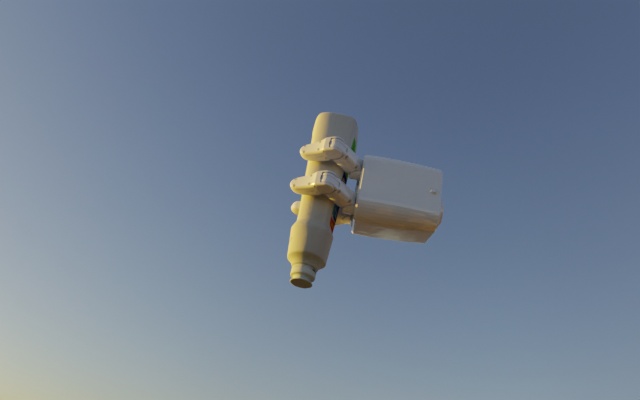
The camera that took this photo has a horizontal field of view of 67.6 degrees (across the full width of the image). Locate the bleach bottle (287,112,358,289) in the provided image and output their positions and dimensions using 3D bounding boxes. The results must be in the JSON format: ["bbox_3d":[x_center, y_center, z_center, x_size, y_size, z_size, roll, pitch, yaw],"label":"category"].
[{"bbox_3d":[0.000,0.002,0.651,0.068,0.250,0.103,10,-32,5],"label":"bleach bottle"}]
